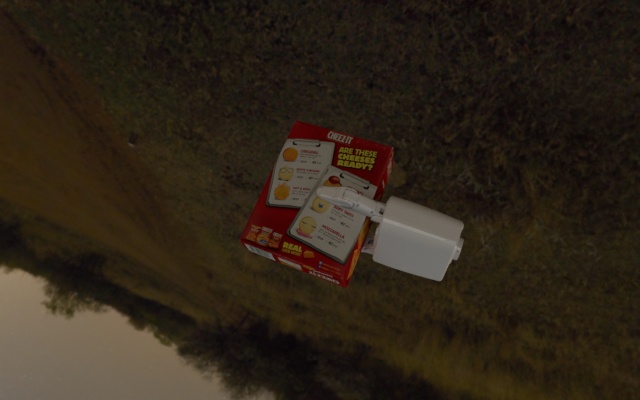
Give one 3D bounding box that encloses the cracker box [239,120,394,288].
[{"bbox_3d":[0.000,0.002,0.723,0.164,0.213,0.072,18,-19,15],"label":"cracker box"}]
